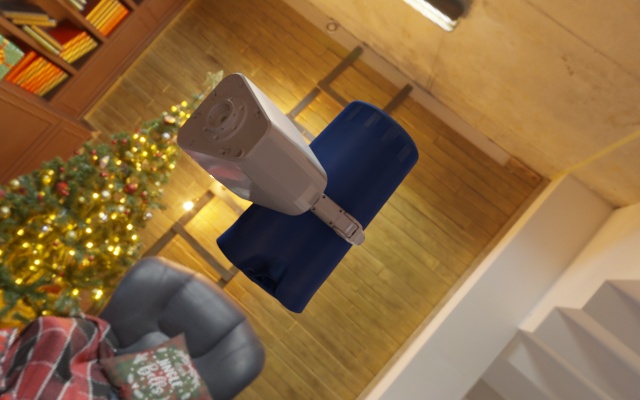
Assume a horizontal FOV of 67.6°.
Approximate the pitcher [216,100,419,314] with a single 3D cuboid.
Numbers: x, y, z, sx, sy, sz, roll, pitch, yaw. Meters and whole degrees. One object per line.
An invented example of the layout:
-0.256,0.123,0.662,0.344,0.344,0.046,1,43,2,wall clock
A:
0.000,0.002,0.581,0.149,0.243,0.145,40,-3,38,pitcher
